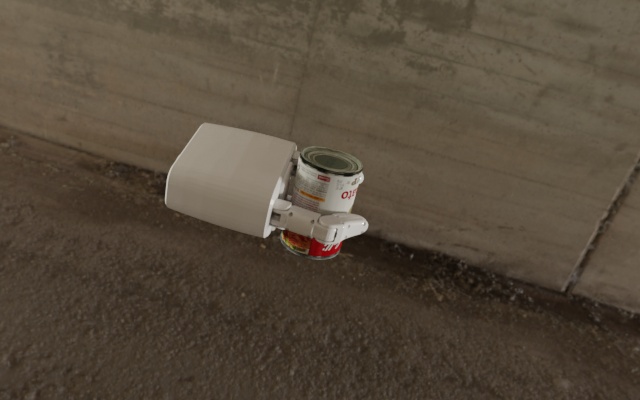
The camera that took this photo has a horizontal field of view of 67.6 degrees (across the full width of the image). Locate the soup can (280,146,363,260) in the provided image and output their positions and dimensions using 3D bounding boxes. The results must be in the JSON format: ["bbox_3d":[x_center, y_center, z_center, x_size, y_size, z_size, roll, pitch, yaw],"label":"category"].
[{"bbox_3d":[0.001,0.002,0.506,0.068,0.102,0.068,12,26,-6],"label":"soup can"}]
